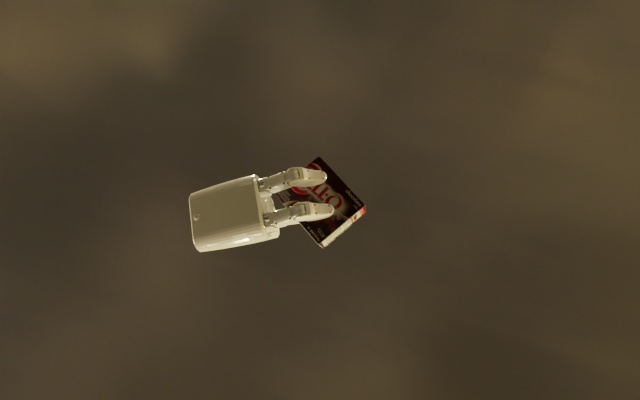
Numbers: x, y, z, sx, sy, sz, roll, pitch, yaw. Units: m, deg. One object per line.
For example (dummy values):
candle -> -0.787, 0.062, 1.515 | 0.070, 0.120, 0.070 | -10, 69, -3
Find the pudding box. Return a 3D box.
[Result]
pudding box -> 0.000, 0.002, 0.717 | 0.090, 0.113, 0.039 | -40, -20, -4
